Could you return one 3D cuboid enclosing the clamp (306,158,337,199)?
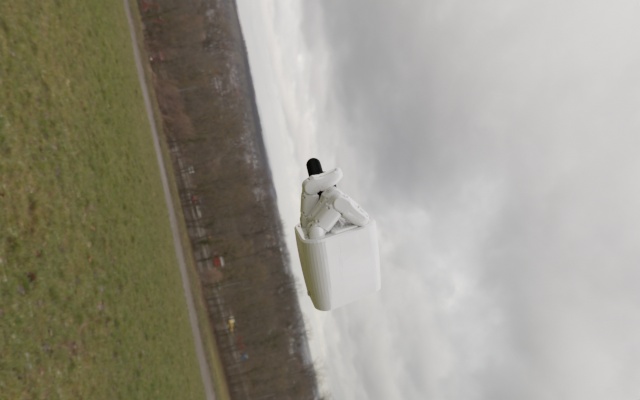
[{"bbox_3d":[0.001,0.002,0.758,0.039,0.120,0.171,-7,15,-6],"label":"clamp"}]
